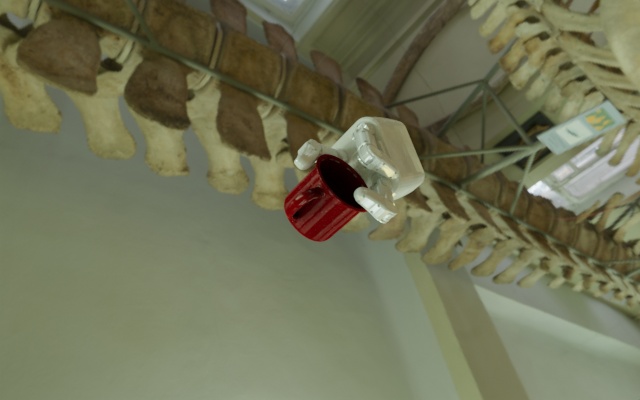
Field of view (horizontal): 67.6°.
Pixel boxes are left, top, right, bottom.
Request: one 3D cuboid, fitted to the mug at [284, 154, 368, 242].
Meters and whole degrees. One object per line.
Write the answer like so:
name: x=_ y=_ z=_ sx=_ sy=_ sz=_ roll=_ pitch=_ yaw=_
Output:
mug: x=-0.001 y=0.002 z=0.614 sx=0.081 sy=0.093 sz=0.117 roll=-43 pitch=-16 yaw=30
